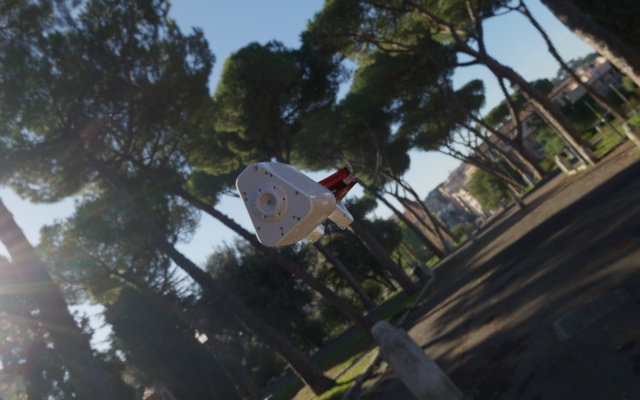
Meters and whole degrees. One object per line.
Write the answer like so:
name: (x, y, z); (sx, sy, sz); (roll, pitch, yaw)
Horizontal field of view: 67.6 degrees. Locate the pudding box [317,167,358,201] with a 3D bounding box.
pudding box: (0.000, 0.002, 0.789); (0.090, 0.039, 0.113); (-29, -13, -47)
